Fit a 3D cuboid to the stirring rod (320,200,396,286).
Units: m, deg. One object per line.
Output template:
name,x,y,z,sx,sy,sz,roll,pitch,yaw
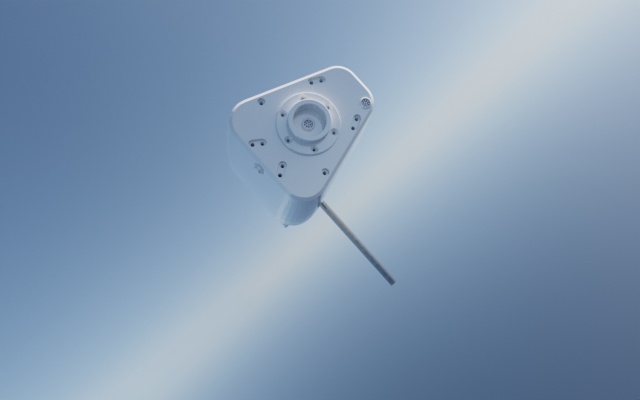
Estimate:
stirring rod,0.000,0.002,0.530,0.011,0.239,0.011,-42,-3,-2
